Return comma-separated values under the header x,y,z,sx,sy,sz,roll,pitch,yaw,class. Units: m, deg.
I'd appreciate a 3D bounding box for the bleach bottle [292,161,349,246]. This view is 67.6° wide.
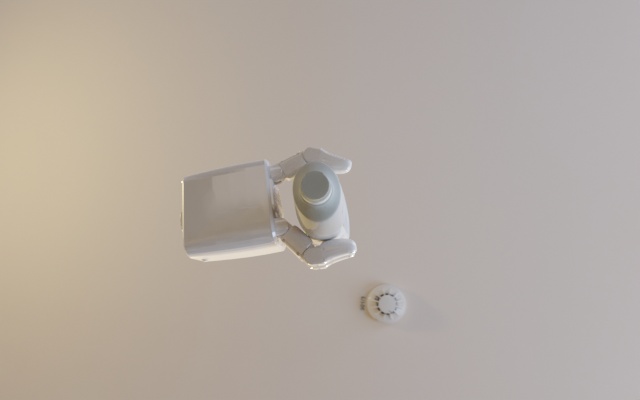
x,y,z,sx,sy,sz,roll,pitch,yaw,class
0.000,0.002,0.579,0.068,0.102,0.251,-11,-12,1,bleach bottle
